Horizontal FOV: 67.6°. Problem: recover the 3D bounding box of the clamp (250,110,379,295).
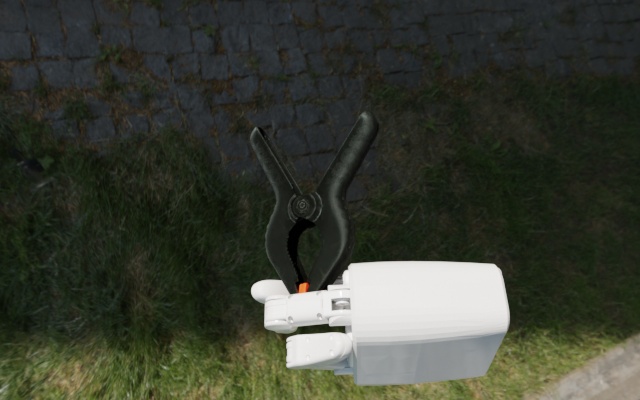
[{"bbox_3d":[0.000,0.001,0.406,0.120,0.171,0.039,-15,-17,24],"label":"clamp"}]
